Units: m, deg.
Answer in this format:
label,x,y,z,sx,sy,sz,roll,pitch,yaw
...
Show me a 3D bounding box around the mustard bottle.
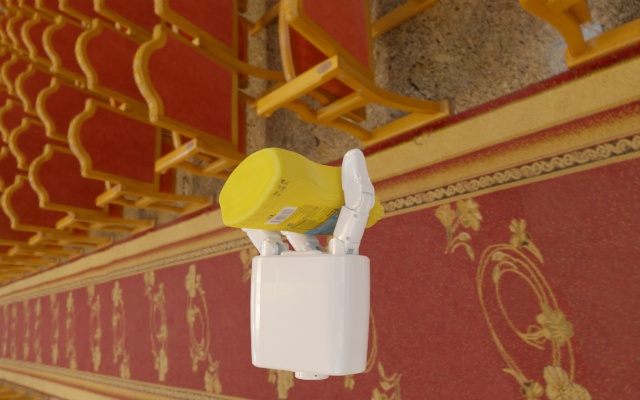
label,x,y,z,sx,sy,sz,roll,pitch,yaw
mustard bottle,0.000,0.001,0.496,0.191,0.058,0.096,11,-39,-43
